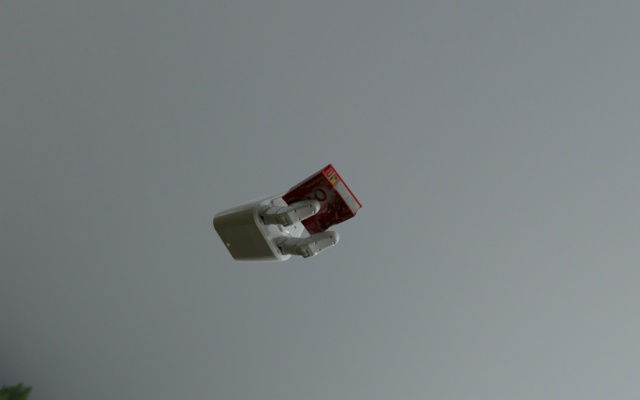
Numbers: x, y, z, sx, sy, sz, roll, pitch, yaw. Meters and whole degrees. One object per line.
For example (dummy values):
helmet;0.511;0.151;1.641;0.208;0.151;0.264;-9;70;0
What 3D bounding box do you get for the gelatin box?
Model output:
gelatin box;0.001;0.002;0.648;0.089;0.073;0.030;-29;12;40
